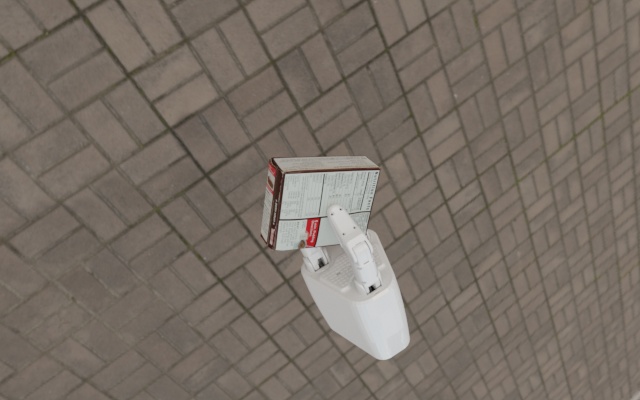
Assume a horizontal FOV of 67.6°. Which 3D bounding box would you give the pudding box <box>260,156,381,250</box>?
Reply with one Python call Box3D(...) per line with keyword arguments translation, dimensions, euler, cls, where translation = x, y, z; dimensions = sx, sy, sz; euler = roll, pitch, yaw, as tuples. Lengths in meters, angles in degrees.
Box3D(translation=(0.000, 0.002, 0.489), dimensions=(0.113, 0.090, 0.039), euler=(-4, 28, -28), cls="pudding box")
